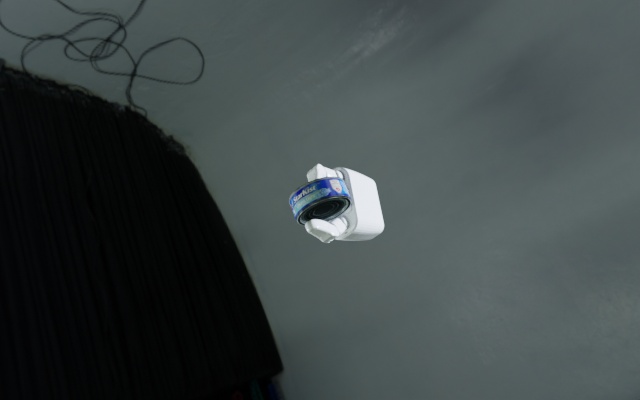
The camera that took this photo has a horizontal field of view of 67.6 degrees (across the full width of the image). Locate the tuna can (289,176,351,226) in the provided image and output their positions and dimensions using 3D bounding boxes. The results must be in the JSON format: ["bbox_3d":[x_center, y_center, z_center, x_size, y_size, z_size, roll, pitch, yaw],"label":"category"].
[{"bbox_3d":[0.000,0.003,0.684,0.086,0.033,0.086,-18,-23,-8],"label":"tuna can"}]
